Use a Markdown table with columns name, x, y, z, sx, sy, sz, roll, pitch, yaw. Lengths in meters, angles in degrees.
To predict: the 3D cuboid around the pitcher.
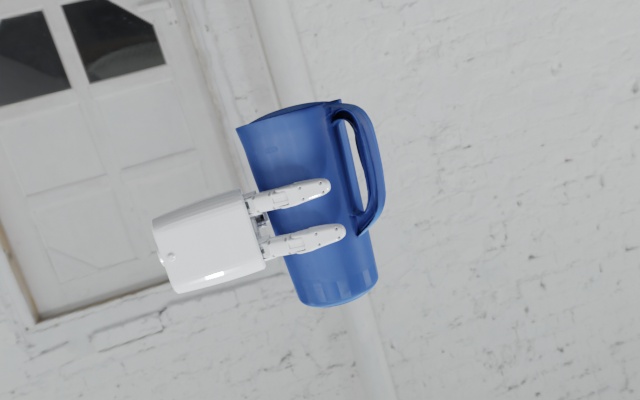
| name | x | y | z | sx | sy | sz | roll | pitch | yaw |
| --- | --- | --- | --- | --- | --- | --- | --- | --- | --- |
| pitcher | 0.000 | 0.002 | 0.589 | 0.145 | 0.243 | 0.149 | -18 | 10 | -7 |
